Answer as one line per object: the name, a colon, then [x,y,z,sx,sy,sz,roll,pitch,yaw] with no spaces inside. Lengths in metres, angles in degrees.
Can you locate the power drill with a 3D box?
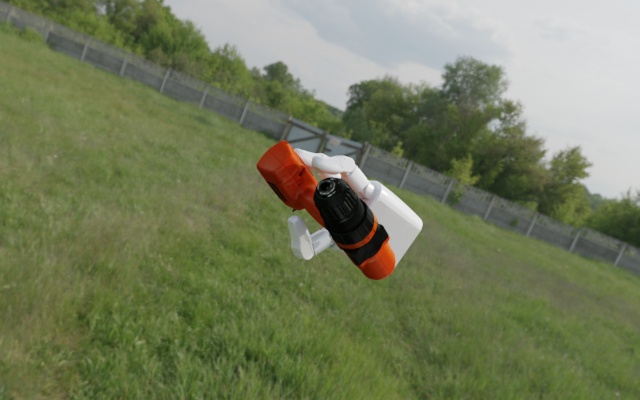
power drill: [0.000,0.002,0.568,0.187,0.057,0.184,42,-9,40]
